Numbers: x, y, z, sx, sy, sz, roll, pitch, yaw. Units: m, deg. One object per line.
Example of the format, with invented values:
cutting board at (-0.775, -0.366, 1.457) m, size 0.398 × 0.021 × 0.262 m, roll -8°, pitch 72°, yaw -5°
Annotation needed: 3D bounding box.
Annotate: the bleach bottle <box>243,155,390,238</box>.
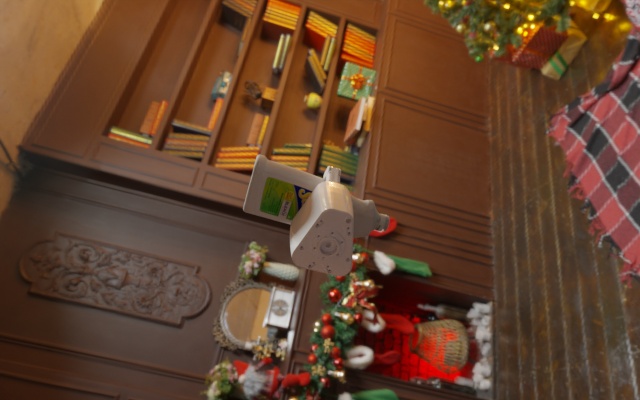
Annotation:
bleach bottle at (0.000, 0.003, 0.825) m, size 0.251 × 0.103 × 0.068 m, roll 15°, pitch 22°, yaw -8°
